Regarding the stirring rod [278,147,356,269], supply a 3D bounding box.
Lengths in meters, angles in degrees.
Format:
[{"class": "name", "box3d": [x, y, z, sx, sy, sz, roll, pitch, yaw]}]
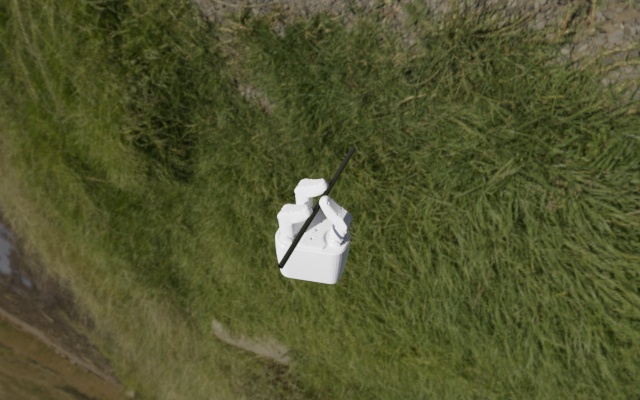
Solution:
[{"class": "stirring rod", "box3d": [0.000, 0.002, 0.691, 0.011, 0.239, 0.011, 21, -35, 16]}]
